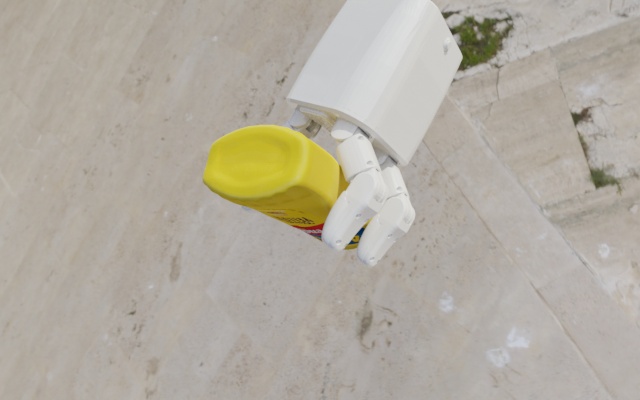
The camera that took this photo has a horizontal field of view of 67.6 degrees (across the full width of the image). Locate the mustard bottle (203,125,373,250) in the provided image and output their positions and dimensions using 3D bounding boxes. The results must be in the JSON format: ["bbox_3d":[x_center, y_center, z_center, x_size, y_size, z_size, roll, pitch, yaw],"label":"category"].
[{"bbox_3d":[0.000,0.002,0.403,0.096,0.058,0.192,0,-18,33],"label":"mustard bottle"}]
